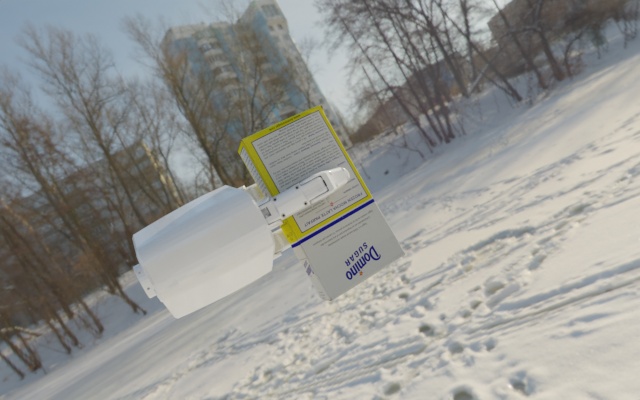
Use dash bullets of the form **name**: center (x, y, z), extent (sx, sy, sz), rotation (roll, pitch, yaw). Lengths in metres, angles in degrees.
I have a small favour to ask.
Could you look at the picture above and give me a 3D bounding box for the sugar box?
- **sugar box**: center (0.000, 0.002, 0.482), extent (0.093, 0.176, 0.048), rotation (-28, 0, -18)
